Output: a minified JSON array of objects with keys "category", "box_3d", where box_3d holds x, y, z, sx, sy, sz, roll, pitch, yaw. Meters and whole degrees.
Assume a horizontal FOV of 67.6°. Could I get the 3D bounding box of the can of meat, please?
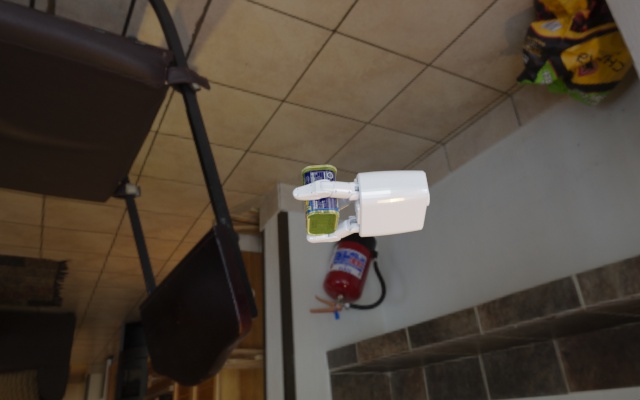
[{"category":"can of meat","box_3d":[0.000,0.003,0.790,0.057,0.084,0.102,-3,-25,-3]}]
